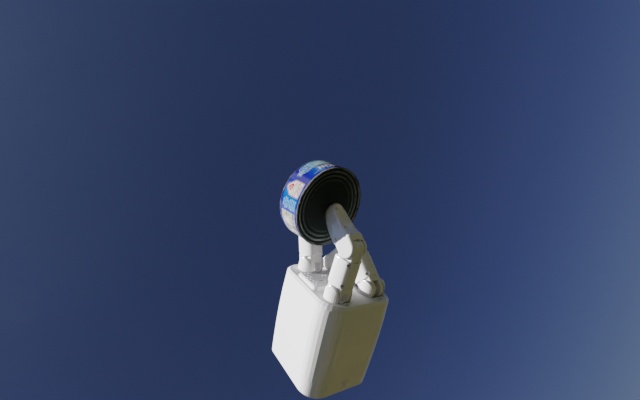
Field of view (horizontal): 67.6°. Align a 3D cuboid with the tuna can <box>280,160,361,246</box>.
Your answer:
[{"bbox_3d":[0.000,0.001,0.501,0.086,0.086,0.033,0,20,-42],"label":"tuna can"}]
